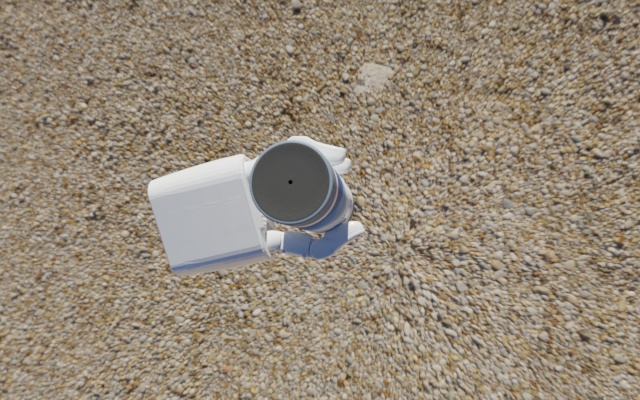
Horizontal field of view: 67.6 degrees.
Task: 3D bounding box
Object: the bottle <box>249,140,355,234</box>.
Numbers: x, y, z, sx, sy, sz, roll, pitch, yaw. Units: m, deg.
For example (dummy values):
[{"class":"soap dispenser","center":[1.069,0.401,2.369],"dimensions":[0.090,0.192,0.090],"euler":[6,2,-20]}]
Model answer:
[{"class":"bottle","center":[0.000,0.002,0.512],"dimensions":[0.069,0.069,0.296],"euler":[0,-6,9]}]
